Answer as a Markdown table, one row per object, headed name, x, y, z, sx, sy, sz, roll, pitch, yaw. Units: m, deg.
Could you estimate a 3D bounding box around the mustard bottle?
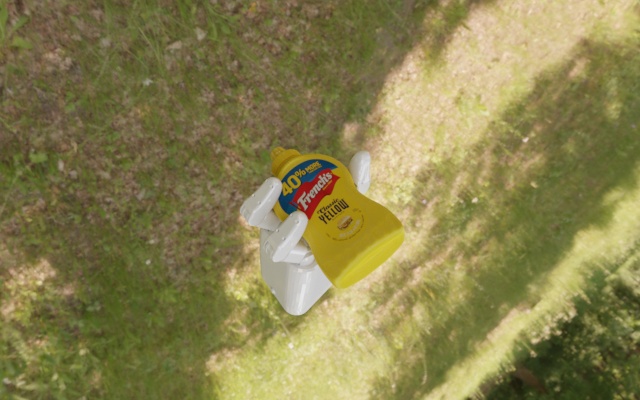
| name | x | y | z | sx | sy | sz | roll | pitch | yaw |
| --- | --- | --- | --- | --- | --- | --- | --- | --- | --- |
| mustard bottle | 0.000 | 0.002 | 0.542 | 0.096 | 0.191 | 0.058 | -38 | -31 | -7 |
